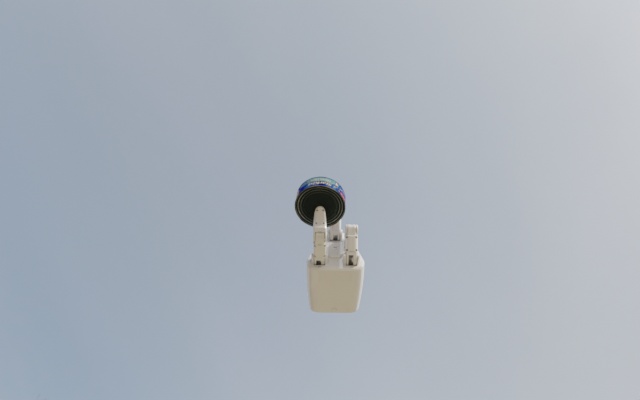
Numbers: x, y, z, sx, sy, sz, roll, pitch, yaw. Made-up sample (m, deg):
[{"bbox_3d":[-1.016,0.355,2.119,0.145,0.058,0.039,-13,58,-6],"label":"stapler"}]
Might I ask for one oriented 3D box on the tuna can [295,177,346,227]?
[{"bbox_3d":[0.000,0.002,0.814,0.086,0.086,0.033,0,34,4],"label":"tuna can"}]
